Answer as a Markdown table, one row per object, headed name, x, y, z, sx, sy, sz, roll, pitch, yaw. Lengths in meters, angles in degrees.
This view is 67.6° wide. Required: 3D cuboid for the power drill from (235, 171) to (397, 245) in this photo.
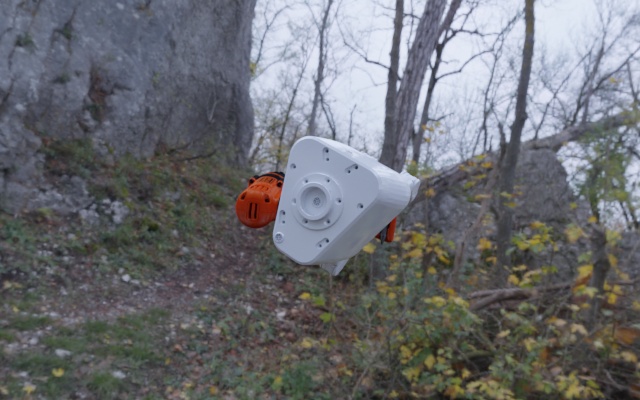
| name | x | y | z | sx | sy | sz | roll | pitch | yaw |
| --- | --- | --- | --- | --- | --- | --- | --- | --- | --- |
| power drill | 0.001 | 0.002 | 0.603 | 0.187 | 0.057 | 0.184 | 5 | 14 | 4 |
